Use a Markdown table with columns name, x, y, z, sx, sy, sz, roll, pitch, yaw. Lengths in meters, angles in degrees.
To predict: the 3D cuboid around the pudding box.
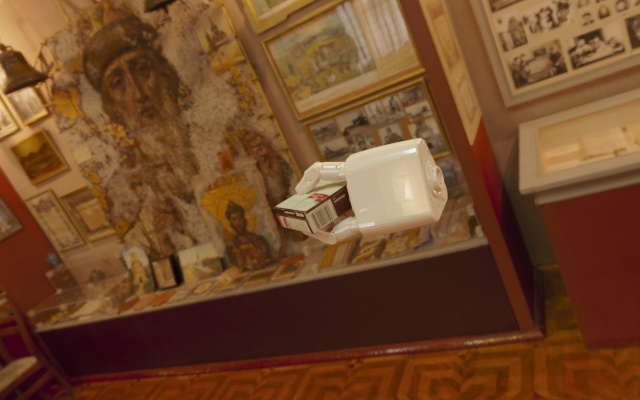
| name | x | y | z | sx | sy | sz | roll | pitch | yaw |
| --- | --- | --- | --- | --- | --- | --- | --- | --- | --- |
| pudding box | 0.000 | 0.002 | 0.709 | 0.113 | 0.039 | 0.090 | -32 | 20 | -29 |
